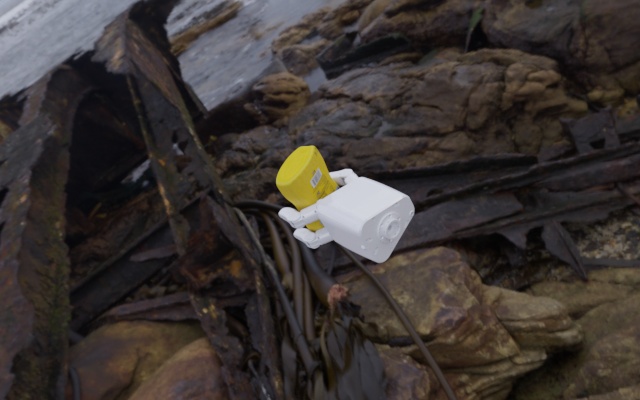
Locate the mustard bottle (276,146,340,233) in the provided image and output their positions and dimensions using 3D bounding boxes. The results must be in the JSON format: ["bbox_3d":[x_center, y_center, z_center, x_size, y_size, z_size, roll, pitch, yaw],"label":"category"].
[{"bbox_3d":[0.000,0.003,0.840,0.058,0.096,0.192,0,-42,37],"label":"mustard bottle"}]
